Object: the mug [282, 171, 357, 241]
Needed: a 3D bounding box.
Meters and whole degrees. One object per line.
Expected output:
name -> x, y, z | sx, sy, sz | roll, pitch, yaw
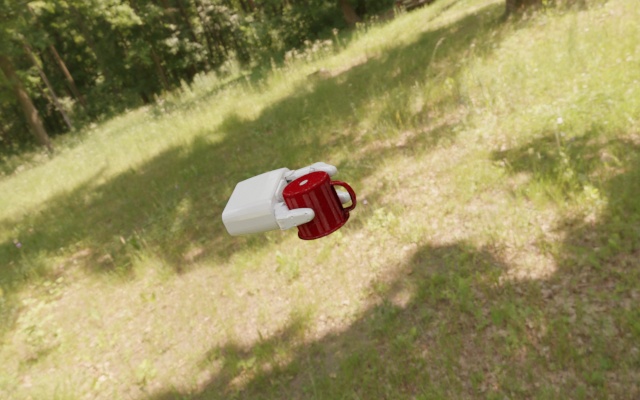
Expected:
mug -> 0.001, 0.002, 0.762 | 0.117, 0.081, 0.093 | -15, 22, 26
